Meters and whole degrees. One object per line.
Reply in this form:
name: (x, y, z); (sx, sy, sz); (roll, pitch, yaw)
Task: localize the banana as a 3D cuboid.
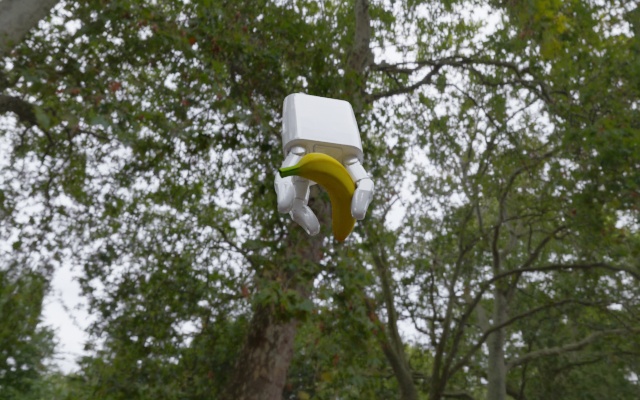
banana: (0.015, -0.008, 0.637); (0.069, 0.037, 0.198); (-28, -39, 9)
